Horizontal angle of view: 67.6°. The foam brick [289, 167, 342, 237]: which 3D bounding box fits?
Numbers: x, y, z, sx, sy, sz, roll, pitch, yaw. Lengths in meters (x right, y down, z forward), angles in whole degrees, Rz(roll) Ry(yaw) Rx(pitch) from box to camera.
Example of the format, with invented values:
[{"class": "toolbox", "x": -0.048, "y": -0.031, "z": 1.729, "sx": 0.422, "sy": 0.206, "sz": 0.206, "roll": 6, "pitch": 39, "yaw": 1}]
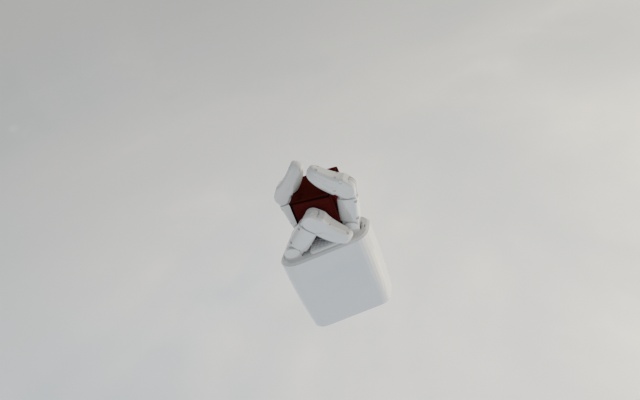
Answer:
[{"class": "foam brick", "x": 0.000, "y": 0.002, "z": 0.594, "sx": 0.053, "sy": 0.051, "sz": 0.078, "roll": -14, "pitch": 26, "yaw": 18}]
